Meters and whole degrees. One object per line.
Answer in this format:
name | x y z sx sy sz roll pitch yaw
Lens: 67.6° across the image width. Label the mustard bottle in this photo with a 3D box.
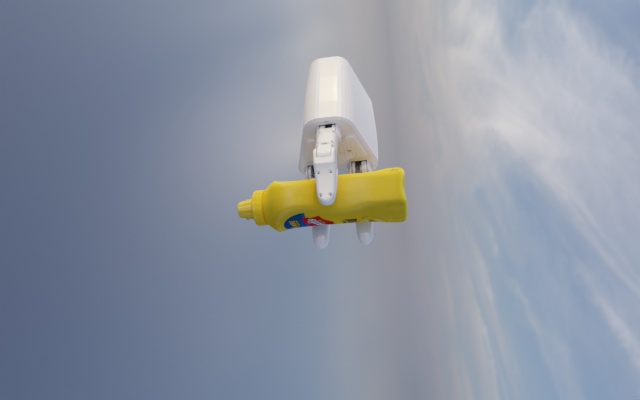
mustard bottle | 0.000 0.002 0.540 0.191 0.058 0.096 -5 -9 9
